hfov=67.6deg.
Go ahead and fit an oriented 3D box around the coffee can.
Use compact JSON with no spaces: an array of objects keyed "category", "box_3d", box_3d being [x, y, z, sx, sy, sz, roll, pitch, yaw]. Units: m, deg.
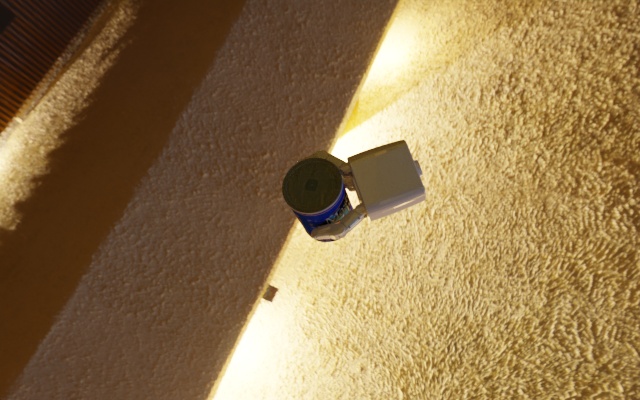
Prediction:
[{"category":"coffee can","box_3d":[0.000,0.003,0.848,0.103,0.102,0.140,0,-25,13]}]
